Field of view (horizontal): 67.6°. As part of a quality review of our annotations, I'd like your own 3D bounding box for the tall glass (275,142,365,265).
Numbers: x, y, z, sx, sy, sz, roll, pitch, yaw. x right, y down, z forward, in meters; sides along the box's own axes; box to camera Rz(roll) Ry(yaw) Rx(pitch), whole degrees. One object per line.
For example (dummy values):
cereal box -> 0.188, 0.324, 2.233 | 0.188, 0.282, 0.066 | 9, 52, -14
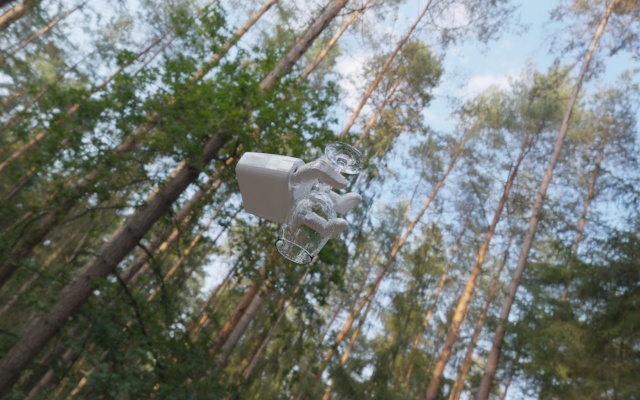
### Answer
tall glass -> 0.001, 0.002, 0.758 | 0.079, 0.201, 0.079 | 20, -32, 13
